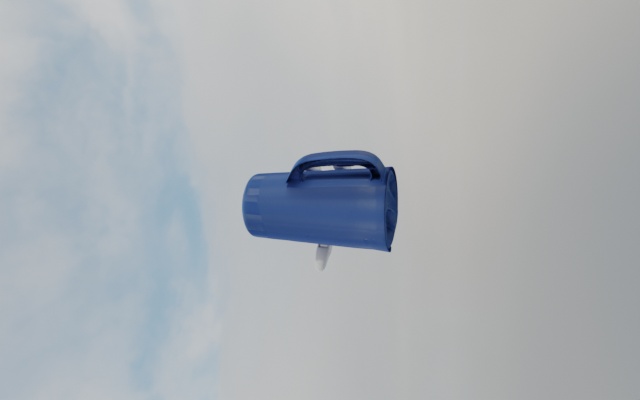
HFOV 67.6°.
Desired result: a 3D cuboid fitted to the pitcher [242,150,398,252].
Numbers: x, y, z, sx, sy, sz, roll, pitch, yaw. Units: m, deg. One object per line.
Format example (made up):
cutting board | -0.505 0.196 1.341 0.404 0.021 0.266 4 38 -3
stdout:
pitcher | 0.000 0.003 0.768 0.243 0.149 0.145 2 -3 17
